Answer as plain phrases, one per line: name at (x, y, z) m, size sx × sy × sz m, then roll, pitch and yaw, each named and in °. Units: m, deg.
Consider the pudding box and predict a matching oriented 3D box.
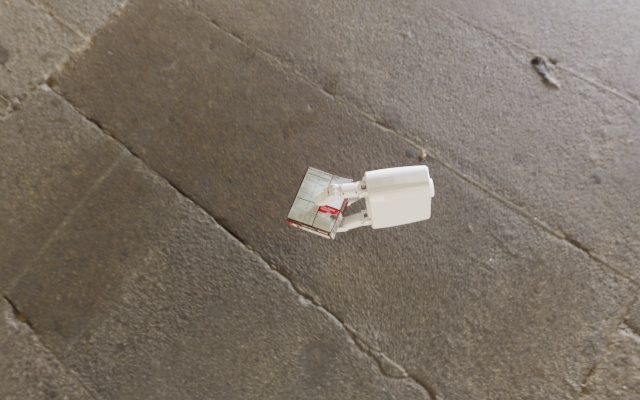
pudding box at (0.000, 0.003, 0.864) m, size 0.090 × 0.113 × 0.039 m, roll 18°, pitch -18°, yaw 15°
